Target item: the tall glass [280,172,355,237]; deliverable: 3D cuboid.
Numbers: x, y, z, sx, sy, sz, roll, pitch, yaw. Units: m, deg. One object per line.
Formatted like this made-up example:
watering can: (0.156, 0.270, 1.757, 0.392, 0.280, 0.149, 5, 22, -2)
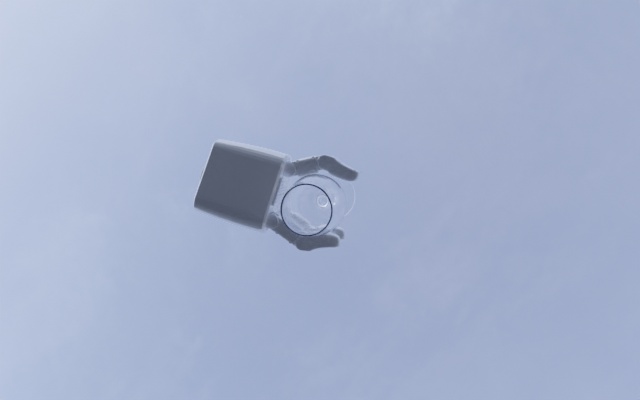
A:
tall glass: (0.000, 0.002, 0.644, 0.079, 0.079, 0.201, 0, 5, 9)
